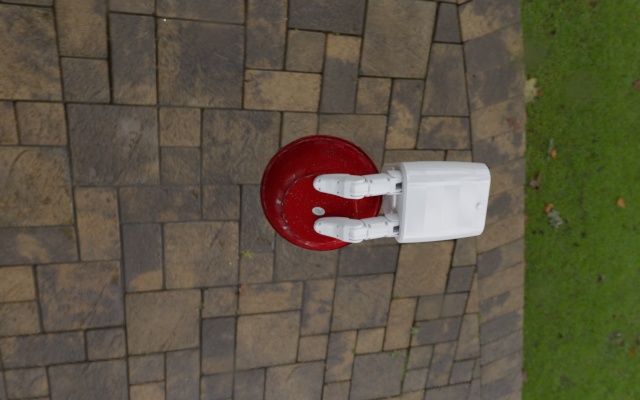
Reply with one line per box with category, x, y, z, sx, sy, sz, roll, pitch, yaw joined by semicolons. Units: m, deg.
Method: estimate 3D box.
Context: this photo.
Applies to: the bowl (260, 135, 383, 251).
bowl;-0.001;0.002;0.601;0.162;0.162;0.055;0;21;2
